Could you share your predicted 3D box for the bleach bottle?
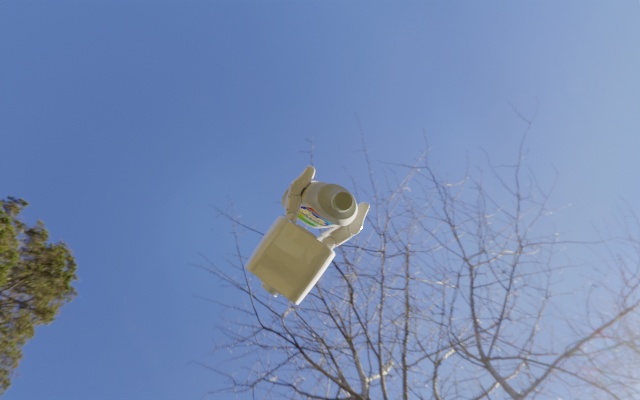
[{"bbox_3d":[0.000,0.003,0.825,0.102,0.068,0.251,37,-10,-8],"label":"bleach bottle"}]
